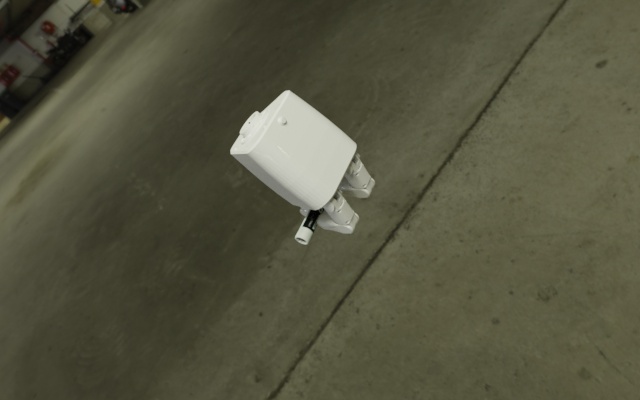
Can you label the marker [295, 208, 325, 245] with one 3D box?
[{"bbox_3d":[0.000,0.002,0.624,0.020,0.121,0.020,21,-26,11],"label":"marker"}]
